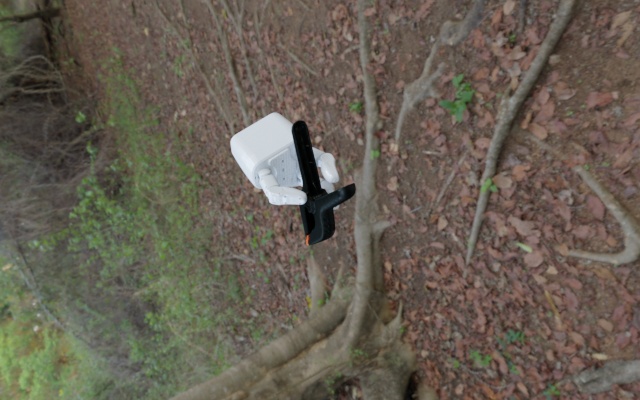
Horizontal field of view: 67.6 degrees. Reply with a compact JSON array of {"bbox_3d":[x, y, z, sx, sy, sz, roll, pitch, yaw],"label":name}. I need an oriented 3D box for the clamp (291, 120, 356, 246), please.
[{"bbox_3d":[-0.001,0.003,0.738,0.036,0.210,0.164,-18,43,-21],"label":"clamp"}]
